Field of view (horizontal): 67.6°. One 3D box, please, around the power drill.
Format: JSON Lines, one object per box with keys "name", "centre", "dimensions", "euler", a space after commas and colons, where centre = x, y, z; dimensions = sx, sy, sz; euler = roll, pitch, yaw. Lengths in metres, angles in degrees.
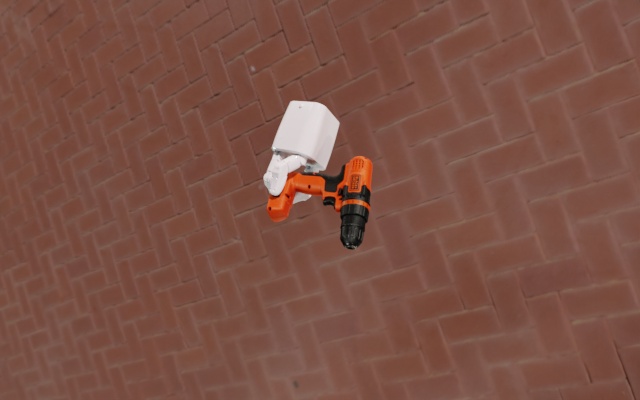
{"name": "power drill", "centre": [0.000, 0.003, 0.882], "dimensions": [0.187, 0.184, 0.057], "euler": [1, -32, 16]}
